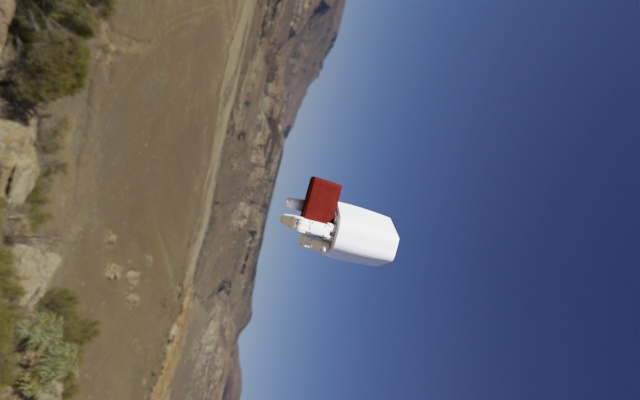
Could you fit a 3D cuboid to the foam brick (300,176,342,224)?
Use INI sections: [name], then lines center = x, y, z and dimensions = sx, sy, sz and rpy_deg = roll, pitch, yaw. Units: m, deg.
[foam brick]
center = 0.000, 0.002, 0.810
dimensions = 0.051, 0.078, 0.053
rpy_deg = 15, 2, -6
